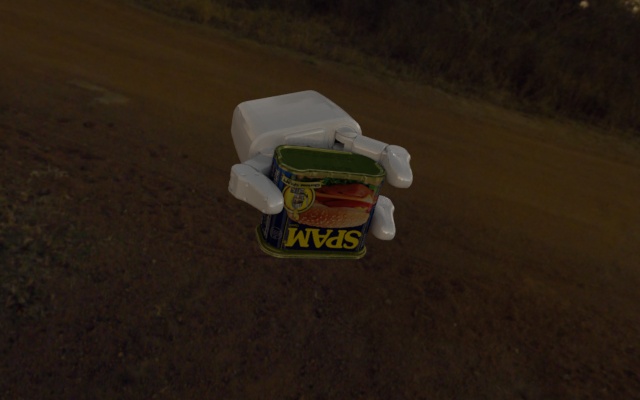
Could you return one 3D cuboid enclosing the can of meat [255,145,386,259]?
[{"bbox_3d":[0.000,0.001,0.424,0.102,0.084,0.057,4,27,-20],"label":"can of meat"}]
